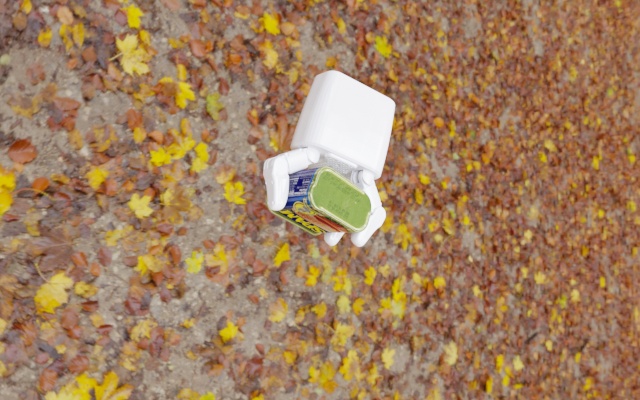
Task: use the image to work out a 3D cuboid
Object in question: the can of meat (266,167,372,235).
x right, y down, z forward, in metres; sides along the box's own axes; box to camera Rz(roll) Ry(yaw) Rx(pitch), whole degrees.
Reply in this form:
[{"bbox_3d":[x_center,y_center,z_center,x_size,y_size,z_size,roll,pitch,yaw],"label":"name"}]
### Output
[{"bbox_3d":[0.000,0.002,0.577,0.102,0.057,0.084,32,-23,-35],"label":"can of meat"}]
